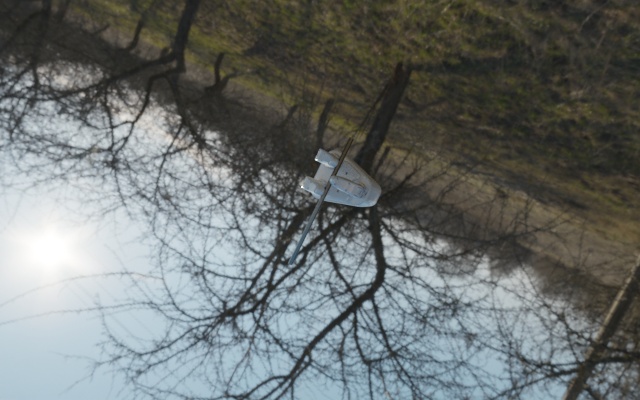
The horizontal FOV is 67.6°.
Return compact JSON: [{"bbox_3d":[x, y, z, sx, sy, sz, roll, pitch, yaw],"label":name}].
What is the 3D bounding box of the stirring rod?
[{"bbox_3d":[0.000,0.003,0.814,0.011,0.239,0.011,26,5,-3],"label":"stirring rod"}]
